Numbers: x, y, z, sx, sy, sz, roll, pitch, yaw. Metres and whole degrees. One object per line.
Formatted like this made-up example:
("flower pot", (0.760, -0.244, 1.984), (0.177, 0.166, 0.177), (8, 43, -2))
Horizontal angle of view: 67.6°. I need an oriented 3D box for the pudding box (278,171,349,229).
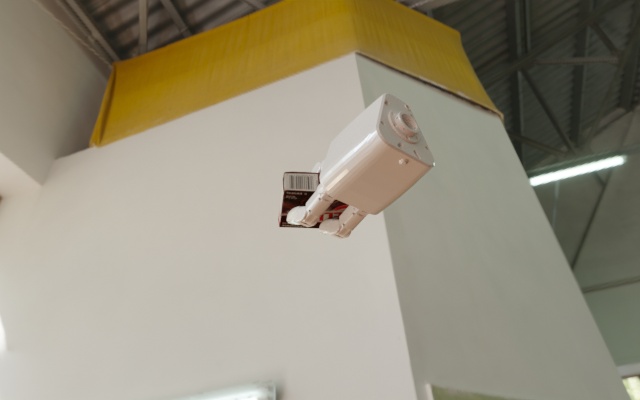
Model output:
("pudding box", (0.000, 0.002, 0.670), (0.113, 0.039, 0.090), (4, -38, -7))
